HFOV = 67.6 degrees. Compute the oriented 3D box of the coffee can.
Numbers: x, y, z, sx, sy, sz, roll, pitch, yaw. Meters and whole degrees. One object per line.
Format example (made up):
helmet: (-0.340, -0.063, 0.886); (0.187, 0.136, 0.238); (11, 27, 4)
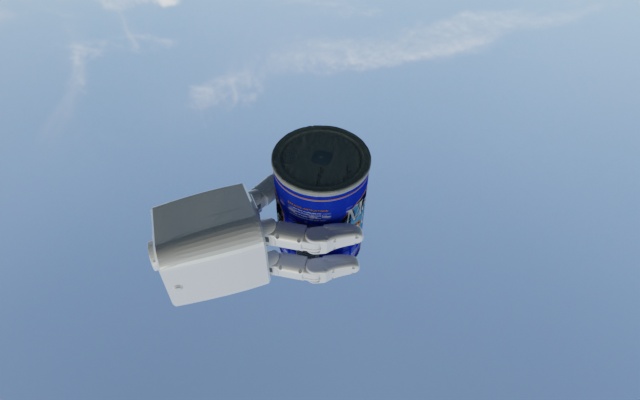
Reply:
coffee can: (0.000, 0.002, 0.539); (0.103, 0.102, 0.140); (0, -42, -1)
